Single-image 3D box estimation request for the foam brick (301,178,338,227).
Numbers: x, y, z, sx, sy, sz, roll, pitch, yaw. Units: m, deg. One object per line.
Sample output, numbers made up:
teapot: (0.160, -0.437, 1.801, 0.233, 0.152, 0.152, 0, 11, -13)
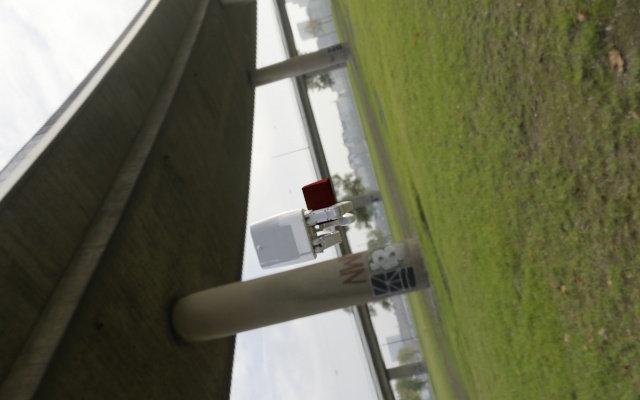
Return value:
foam brick: (0.000, 0.003, 0.900, 0.051, 0.078, 0.053, -15, 6, 8)
